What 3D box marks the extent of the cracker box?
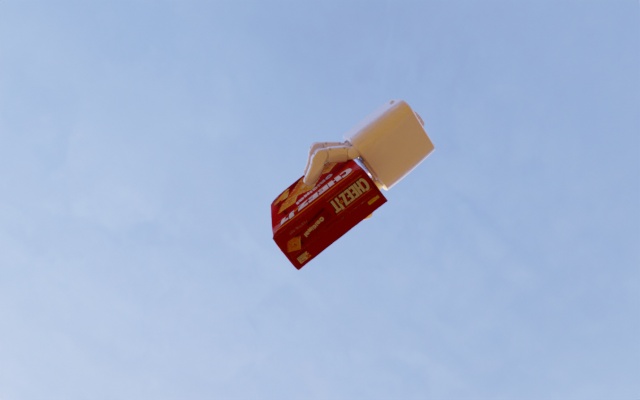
[{"bbox_3d":[0.000,0.003,0.767,0.164,0.072,0.213,-39,14,3],"label":"cracker box"}]
